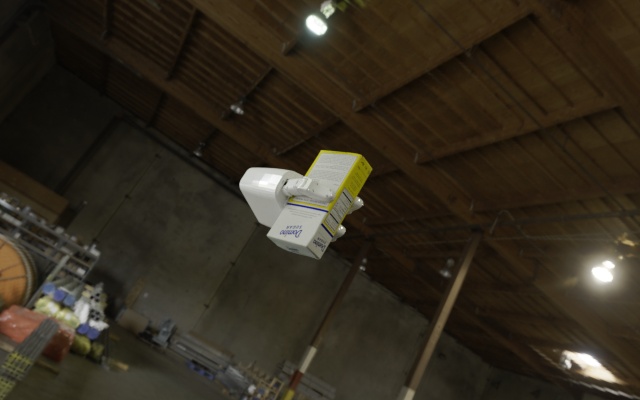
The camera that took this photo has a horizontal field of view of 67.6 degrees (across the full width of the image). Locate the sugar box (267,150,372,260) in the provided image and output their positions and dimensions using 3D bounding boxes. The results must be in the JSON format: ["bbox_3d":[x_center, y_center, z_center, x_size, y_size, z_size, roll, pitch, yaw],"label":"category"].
[{"bbox_3d":[0.000,0.003,0.752,0.093,0.176,0.048,11,-27,44],"label":"sugar box"}]
